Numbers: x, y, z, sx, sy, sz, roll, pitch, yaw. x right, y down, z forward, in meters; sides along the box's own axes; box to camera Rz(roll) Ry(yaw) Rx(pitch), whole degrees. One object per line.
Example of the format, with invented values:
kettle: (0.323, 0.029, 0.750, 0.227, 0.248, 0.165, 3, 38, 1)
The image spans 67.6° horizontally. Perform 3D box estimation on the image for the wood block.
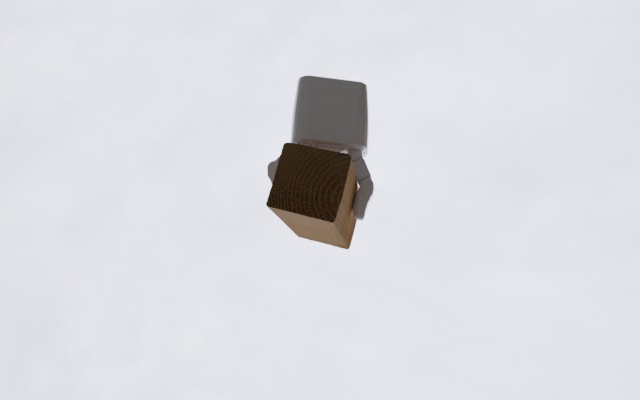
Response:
wood block: (0.001, 0.002, 0.682, 0.091, 0.090, 0.206, 13, -12, 12)
